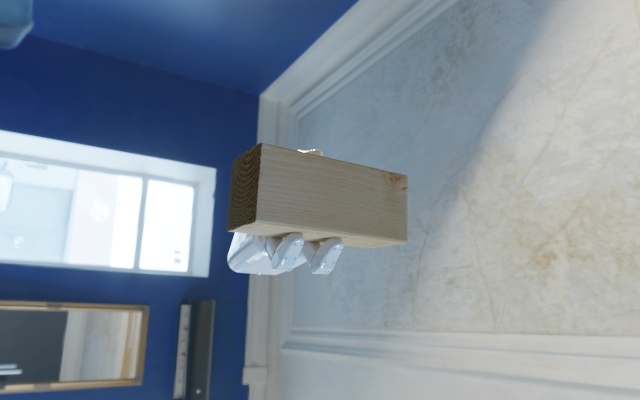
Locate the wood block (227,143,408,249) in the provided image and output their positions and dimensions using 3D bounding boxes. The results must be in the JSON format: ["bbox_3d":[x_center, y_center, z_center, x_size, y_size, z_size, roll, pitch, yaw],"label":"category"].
[{"bbox_3d":[0.000,0.002,0.591,0.206,0.090,0.090,9,-15,-30],"label":"wood block"}]
